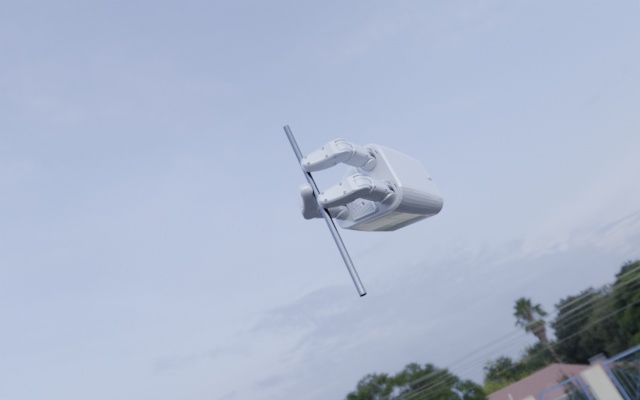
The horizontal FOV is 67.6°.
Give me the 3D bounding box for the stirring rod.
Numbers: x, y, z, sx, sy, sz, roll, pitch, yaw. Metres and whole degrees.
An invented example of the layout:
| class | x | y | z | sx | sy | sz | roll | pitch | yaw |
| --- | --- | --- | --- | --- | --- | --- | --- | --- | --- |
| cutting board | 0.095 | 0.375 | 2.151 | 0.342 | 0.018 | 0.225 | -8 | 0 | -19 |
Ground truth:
| class | x | y | z | sx | sy | sz | roll | pitch | yaw |
| --- | --- | --- | --- | --- | --- | --- | --- | --- | --- |
| stirring rod | 0.000 | 0.002 | 0.548 | 0.011 | 0.239 | 0.011 | -18 | -30 | -11 |
